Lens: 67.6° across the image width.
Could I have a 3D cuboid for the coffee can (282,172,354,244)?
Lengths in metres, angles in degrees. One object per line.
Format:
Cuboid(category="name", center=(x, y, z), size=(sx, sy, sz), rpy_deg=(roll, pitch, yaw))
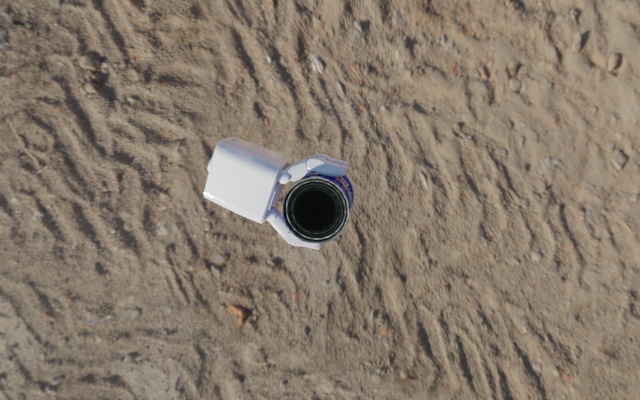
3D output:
Cuboid(category="coffee can", center=(0.000, 0.003, 0.777), size=(0.103, 0.103, 0.140), rpy_deg=(0, 10, 6))
